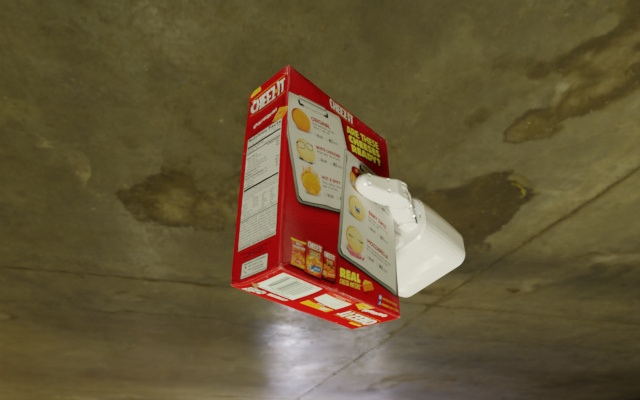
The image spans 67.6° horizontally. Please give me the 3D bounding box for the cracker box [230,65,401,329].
[{"bbox_3d":[0.000,0.002,0.473,0.072,0.213,0.164,-25,-39,35],"label":"cracker box"}]
